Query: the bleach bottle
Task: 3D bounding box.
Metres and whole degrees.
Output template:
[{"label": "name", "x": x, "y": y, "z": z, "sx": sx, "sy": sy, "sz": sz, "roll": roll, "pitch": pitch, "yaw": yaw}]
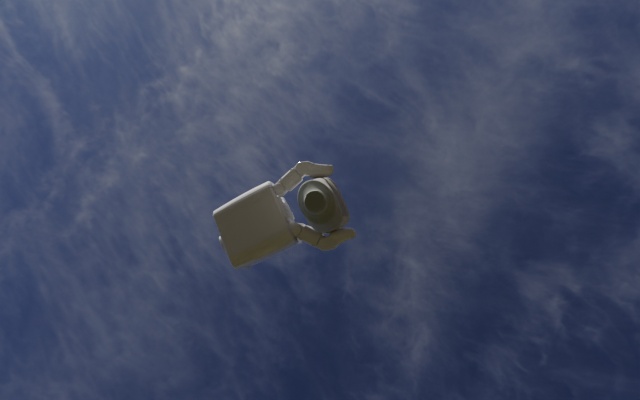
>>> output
[{"label": "bleach bottle", "x": 0.000, "y": 0.003, "z": 0.753, "sx": 0.068, "sy": 0.102, "sz": 0.251, "roll": -28, "pitch": -6, "yaw": 3}]
